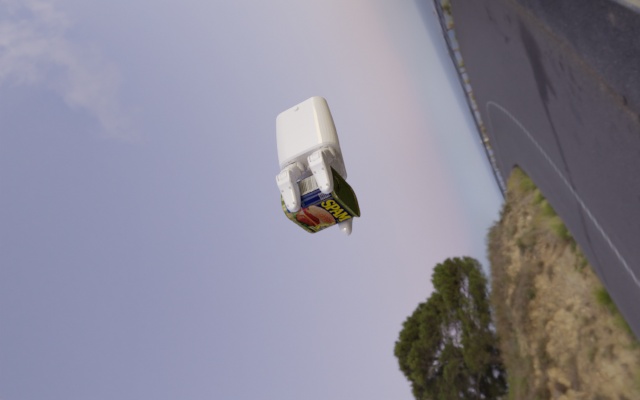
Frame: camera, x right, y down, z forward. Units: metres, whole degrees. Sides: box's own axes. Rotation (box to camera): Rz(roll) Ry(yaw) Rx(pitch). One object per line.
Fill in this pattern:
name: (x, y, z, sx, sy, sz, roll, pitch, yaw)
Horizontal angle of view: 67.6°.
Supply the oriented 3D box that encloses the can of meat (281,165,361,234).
can of meat: (0.000, 0.003, 0.716, 0.084, 0.057, 0.102, -23, -33, 18)
